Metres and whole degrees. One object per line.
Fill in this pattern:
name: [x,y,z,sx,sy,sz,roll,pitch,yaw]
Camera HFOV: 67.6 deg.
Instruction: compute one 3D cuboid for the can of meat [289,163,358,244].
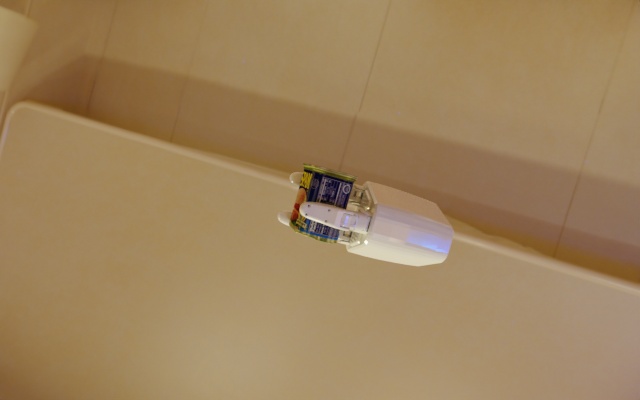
can of meat: [0.000,0.002,0.594,0.057,0.084,0.102,15,3,-12]
